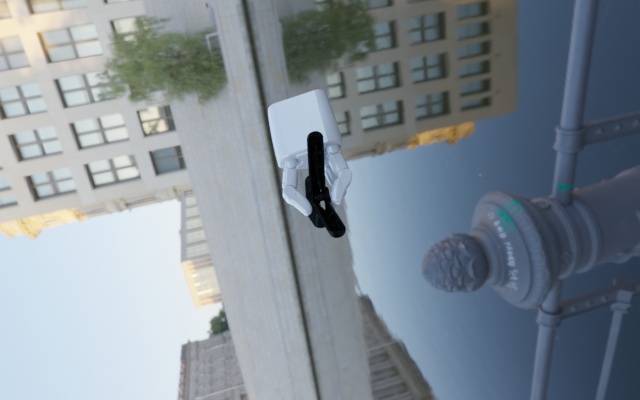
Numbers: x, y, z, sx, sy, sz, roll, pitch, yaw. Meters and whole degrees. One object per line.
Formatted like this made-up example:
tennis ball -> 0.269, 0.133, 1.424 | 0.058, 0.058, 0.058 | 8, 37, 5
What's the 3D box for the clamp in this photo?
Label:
clamp -> -0.001, 0.003, 0.787 | 0.036, 0.164, 0.210 | -11, -18, -9
